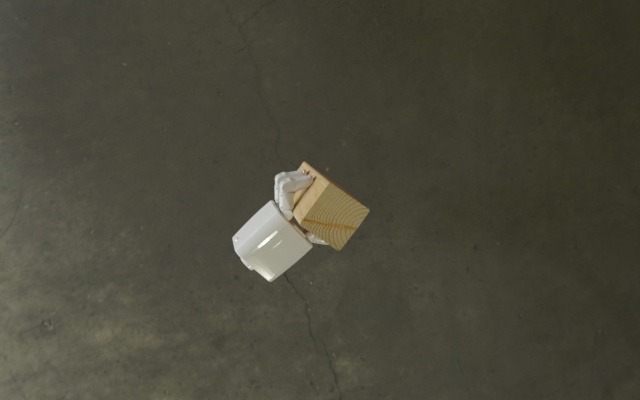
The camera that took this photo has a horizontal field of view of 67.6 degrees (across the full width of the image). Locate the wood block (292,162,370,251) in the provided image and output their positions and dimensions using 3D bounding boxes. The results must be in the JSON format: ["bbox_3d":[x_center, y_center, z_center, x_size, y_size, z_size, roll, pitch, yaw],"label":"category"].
[{"bbox_3d":[0.000,0.003,0.889,0.091,0.090,0.206,35,4,-20],"label":"wood block"}]
